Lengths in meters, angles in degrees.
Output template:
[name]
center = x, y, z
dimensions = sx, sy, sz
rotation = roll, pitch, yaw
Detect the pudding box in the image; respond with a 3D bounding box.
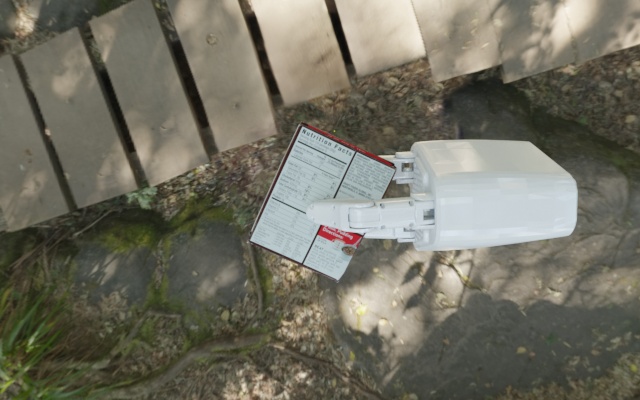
[pudding box]
center = 0.000, 0.001, 0.408
dimensions = 0.090, 0.113, 0.039
rotation = 25, 7, -5
